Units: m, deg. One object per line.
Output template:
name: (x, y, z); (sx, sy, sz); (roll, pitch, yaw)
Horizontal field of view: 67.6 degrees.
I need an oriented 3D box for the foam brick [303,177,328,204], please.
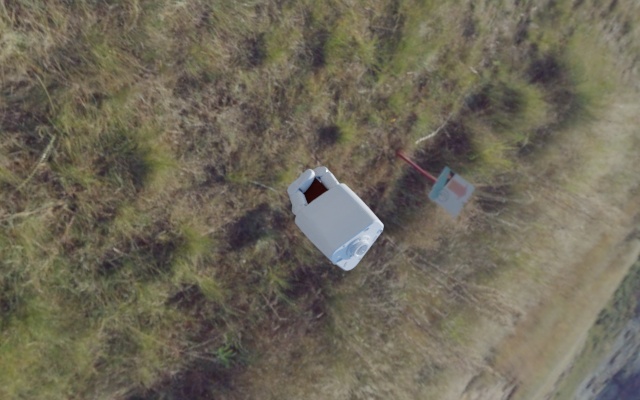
foam brick: (0.000, 0.003, 0.896); (0.051, 0.053, 0.078); (47, 3, 35)
